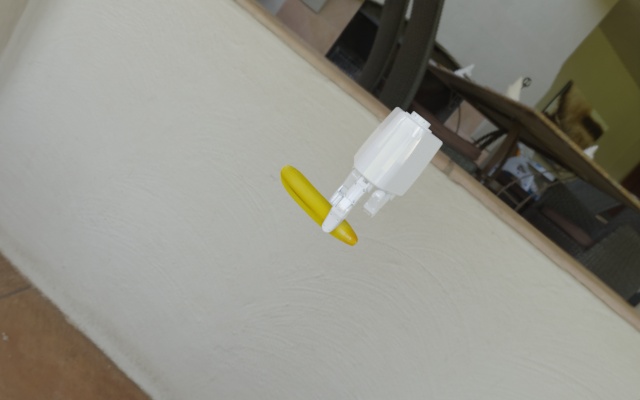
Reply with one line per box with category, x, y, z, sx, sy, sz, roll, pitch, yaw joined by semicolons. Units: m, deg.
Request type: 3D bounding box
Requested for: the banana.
banana;-0.013;-0.003;0.762;0.069;0.037;0.197;18;25;-52
